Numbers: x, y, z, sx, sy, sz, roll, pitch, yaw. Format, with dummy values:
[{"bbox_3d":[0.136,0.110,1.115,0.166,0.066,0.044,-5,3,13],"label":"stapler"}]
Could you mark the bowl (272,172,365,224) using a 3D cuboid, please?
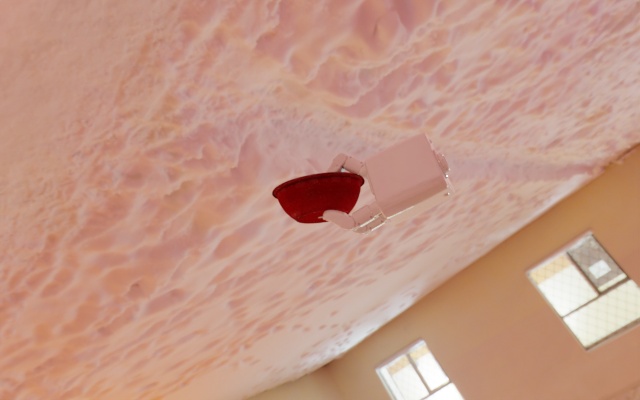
[{"bbox_3d":[-0.001,0.003,0.817,0.162,0.055,0.162,-8,-14,-2],"label":"bowl"}]
